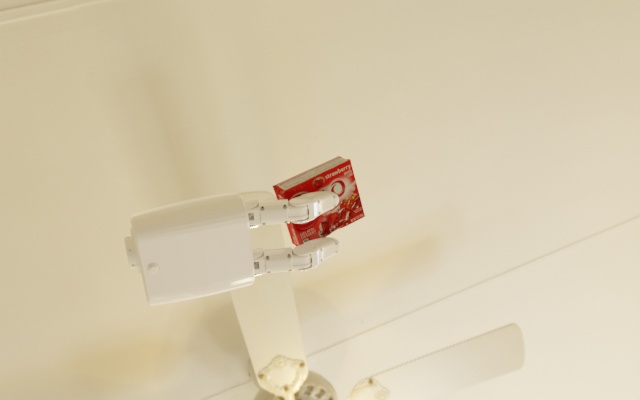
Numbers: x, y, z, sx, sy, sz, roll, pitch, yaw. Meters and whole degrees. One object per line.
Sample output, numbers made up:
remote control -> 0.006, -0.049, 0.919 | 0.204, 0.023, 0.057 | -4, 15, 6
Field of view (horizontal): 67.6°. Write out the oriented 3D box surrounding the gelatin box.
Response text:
gelatin box -> 0.000, 0.001, 0.531 | 0.089, 0.073, 0.030 | -26, 26, -20
